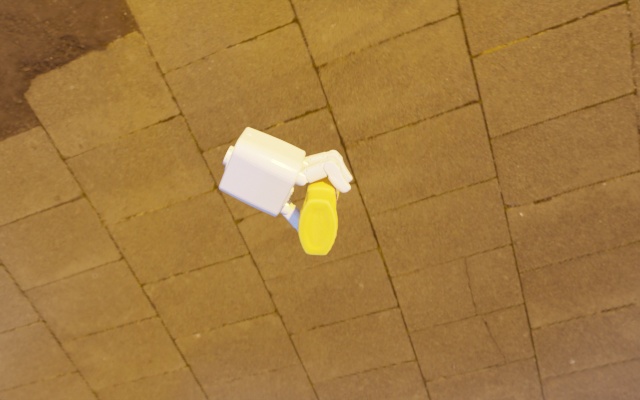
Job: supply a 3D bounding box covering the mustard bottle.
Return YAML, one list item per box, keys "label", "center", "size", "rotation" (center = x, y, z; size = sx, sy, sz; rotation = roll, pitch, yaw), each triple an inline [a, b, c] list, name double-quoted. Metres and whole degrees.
- label: "mustard bottle"
  center: [0.000, 0.003, 0.776]
  size: [0.058, 0.096, 0.191]
  rotation: [2, 25, 2]
